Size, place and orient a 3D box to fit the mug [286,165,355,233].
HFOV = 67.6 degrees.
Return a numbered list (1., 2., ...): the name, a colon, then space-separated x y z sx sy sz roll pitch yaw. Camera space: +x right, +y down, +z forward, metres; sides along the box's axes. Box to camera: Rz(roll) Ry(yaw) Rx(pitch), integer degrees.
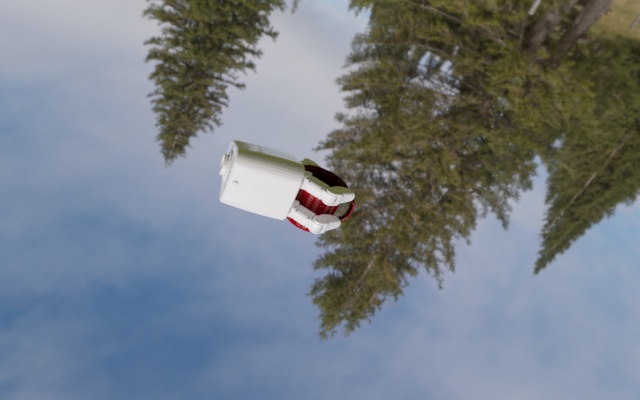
1. mug: 0.001 0.003 0.802 0.117 0.081 0.093 16 29 -19
